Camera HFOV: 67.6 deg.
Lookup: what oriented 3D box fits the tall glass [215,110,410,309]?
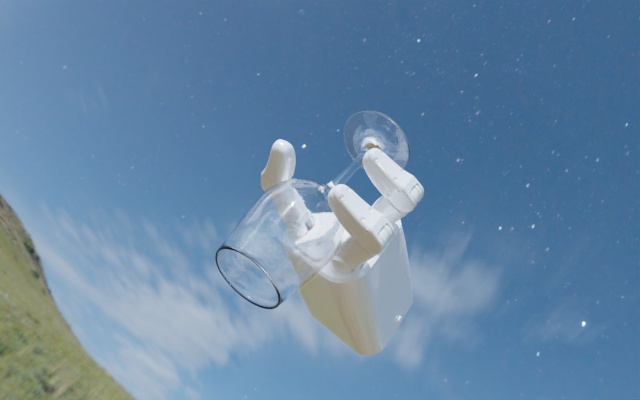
[{"bbox_3d":[0.000,0.001,0.413,0.079,0.079,0.201,0,35,43],"label":"tall glass"}]
